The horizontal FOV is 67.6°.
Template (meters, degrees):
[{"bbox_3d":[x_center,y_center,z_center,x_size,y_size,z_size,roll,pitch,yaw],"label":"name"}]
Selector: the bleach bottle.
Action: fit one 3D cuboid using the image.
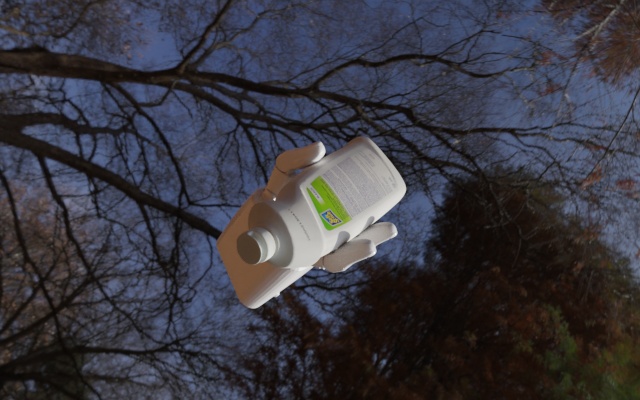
[{"bbox_3d":[0.000,0.002,0.512,0.068,0.102,0.250,-46,-11,36],"label":"bleach bottle"}]
